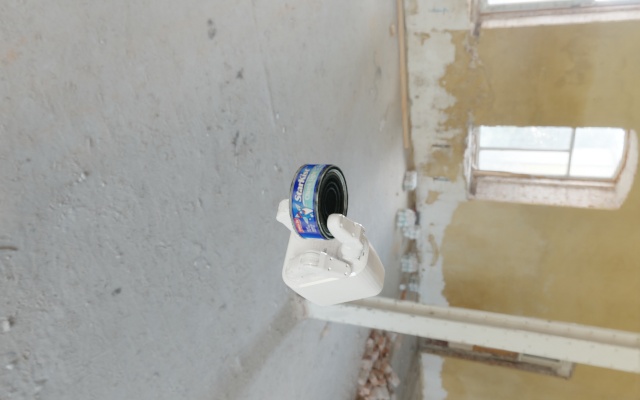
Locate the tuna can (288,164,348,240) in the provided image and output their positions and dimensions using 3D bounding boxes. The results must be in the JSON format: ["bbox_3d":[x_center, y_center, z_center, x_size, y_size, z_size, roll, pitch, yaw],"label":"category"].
[{"bbox_3d":[0.001,0.002,0.532,0.034,0.086,0.086,2,1,26],"label":"tuna can"}]
